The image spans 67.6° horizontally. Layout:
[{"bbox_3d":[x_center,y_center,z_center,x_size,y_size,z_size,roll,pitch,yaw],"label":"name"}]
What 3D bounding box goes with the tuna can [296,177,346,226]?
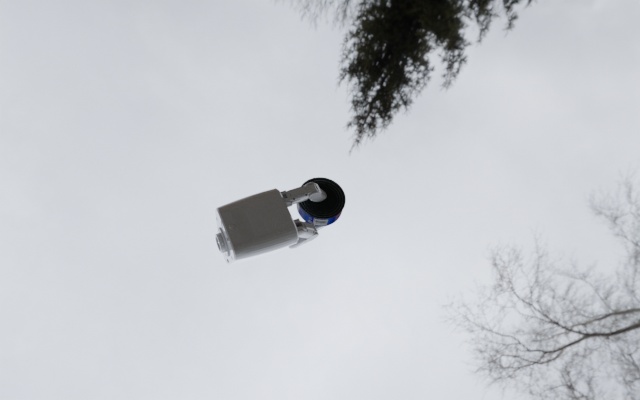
[{"bbox_3d":[0.000,0.003,0.855,0.086,0.086,0.034,0,-30,-9],"label":"tuna can"}]
